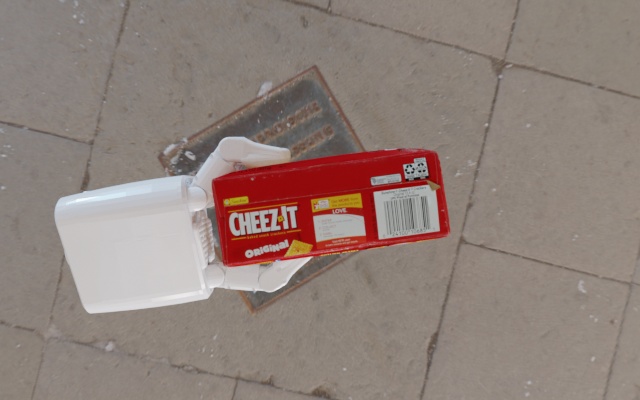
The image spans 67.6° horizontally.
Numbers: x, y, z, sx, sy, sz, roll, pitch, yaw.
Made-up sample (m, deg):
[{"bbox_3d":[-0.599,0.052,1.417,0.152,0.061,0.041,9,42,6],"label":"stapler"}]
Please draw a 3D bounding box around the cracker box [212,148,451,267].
[{"bbox_3d":[0.000,0.002,0.435,0.164,0.072,0.213,-8,2,-4],"label":"cracker box"}]
